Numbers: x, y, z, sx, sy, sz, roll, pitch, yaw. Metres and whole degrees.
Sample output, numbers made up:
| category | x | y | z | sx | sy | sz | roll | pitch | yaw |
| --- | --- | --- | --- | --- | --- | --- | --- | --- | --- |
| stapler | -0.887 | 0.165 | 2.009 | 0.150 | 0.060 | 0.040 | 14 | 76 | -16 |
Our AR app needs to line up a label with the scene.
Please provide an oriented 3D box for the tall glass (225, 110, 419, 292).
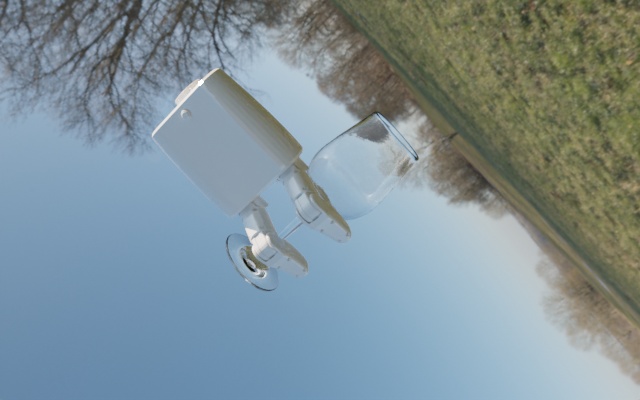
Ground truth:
| category | x | y | z | sx | sy | sz | roll | pitch | yaw |
| --- | --- | --- | --- | --- | --- | --- | --- | --- | --- |
| tall glass | 0.000 | 0.002 | 0.472 | 0.201 | 0.079 | 0.079 | -41 | -14 | 16 |
